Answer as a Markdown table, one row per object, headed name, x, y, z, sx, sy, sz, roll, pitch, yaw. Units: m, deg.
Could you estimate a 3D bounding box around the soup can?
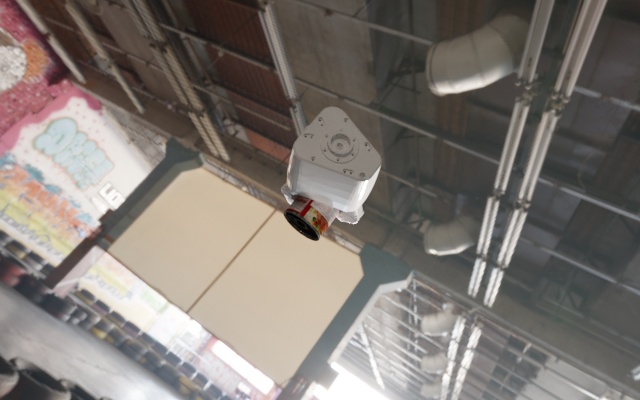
| name | x | y | z | sx | sy | sz | roll | pitch | yaw |
| --- | --- | --- | --- | --- | --- | --- | --- | --- | --- |
| soup can | 0.000 | 0.002 | 0.739 | 0.068 | 0.102 | 0.068 | 33 | -21 | 14 |
